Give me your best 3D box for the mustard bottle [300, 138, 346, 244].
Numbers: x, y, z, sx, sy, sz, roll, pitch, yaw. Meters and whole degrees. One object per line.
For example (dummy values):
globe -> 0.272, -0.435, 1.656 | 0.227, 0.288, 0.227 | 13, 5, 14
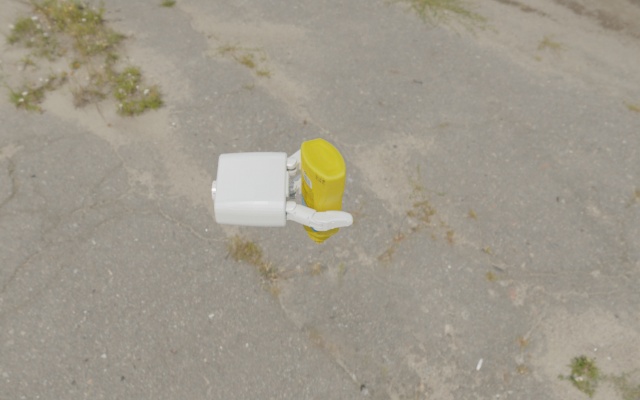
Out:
mustard bottle -> 0.000, 0.002, 0.765 | 0.058, 0.192, 0.096 | -17, 49, -19
